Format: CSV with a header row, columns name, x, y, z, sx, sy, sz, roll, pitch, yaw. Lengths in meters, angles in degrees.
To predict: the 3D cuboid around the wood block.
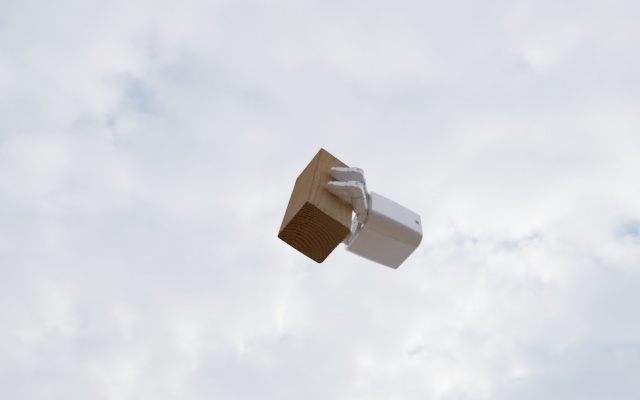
name,x,y,z,sx,sy,sz,roll,pitch,yaw
wood block,0.000,0.003,0.849,0.090,0.091,0.206,34,28,-12
